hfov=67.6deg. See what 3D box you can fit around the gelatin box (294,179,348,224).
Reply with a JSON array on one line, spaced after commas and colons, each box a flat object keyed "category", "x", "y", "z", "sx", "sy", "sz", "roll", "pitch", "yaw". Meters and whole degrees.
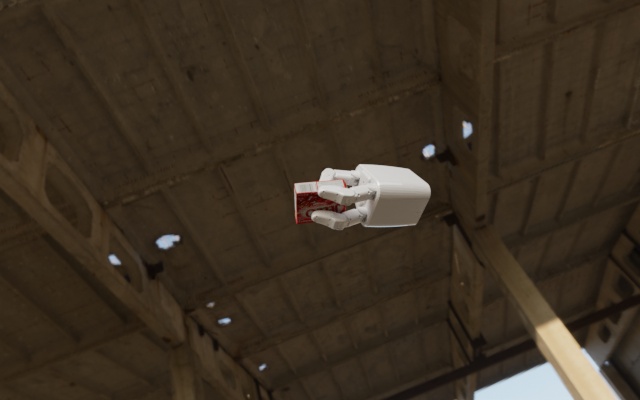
[{"category": "gelatin box", "x": 0.000, "y": 0.002, "z": 0.829, "sx": 0.089, "sy": 0.073, "sz": 0.030, "roll": -5, "pitch": 43, "yaw": -7}]
